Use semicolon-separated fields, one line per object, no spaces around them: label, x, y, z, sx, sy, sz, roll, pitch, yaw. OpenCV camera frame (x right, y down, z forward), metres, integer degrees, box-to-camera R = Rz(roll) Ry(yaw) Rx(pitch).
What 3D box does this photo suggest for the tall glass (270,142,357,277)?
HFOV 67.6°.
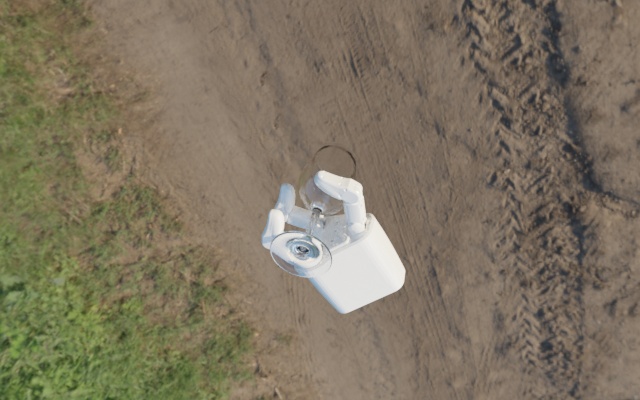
tall glass;0.000;0.002;0.624;0.079;0.079;0.201;0;39;17
